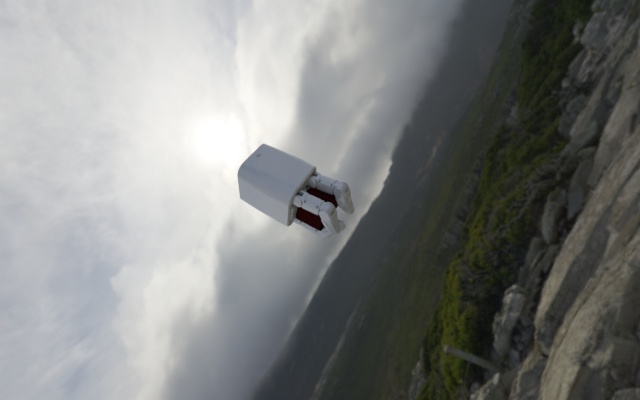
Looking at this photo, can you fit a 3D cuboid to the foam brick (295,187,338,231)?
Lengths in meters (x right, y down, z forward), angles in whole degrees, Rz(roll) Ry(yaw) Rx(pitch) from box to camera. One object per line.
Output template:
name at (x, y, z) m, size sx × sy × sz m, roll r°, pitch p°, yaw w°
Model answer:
foam brick at (0.000, 0.003, 0.831) m, size 0.051 × 0.053 × 0.078 m, roll 27°, pitch 45°, yaw 9°
